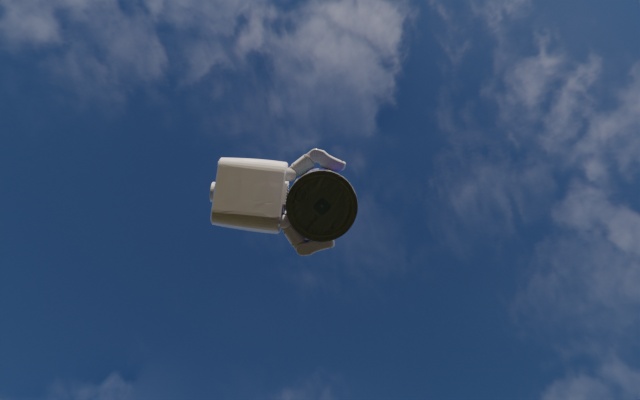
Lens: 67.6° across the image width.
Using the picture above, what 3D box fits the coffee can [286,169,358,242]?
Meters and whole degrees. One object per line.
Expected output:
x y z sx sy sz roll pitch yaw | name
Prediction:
0.000 0.002 0.743 0.103 0.103 0.140 0 5 -2 | coffee can
